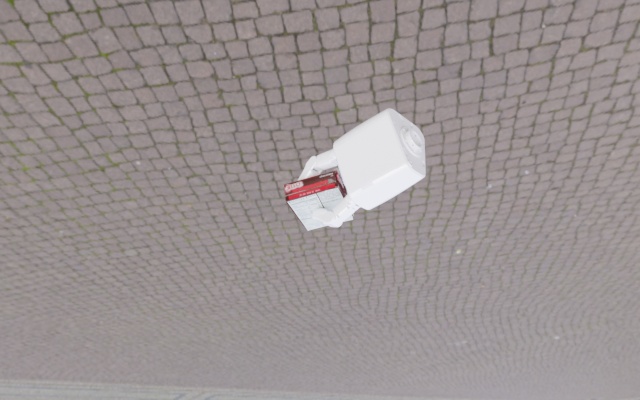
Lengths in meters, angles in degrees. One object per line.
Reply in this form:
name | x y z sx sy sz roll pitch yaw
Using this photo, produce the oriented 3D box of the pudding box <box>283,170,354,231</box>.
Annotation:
pudding box | 0.000 0.003 0.787 0.090 0.039 0.114 -14 -34 11
